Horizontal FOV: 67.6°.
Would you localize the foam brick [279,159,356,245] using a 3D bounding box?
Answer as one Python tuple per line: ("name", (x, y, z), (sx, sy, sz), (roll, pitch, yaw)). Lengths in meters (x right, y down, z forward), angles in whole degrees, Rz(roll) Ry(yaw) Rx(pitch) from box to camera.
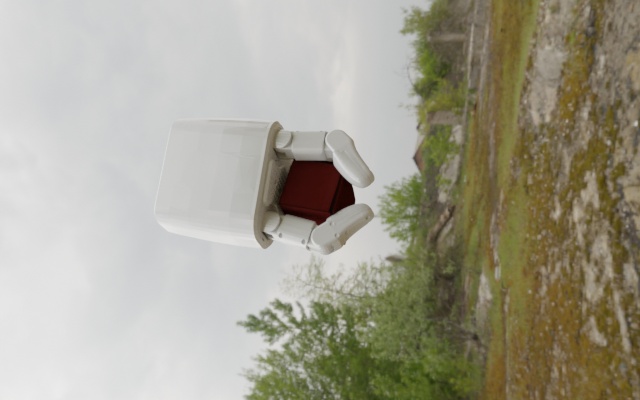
("foam brick", (0.000, 0.002, 0.460), (0.051, 0.053, 0.078), (8, -25, 16))
